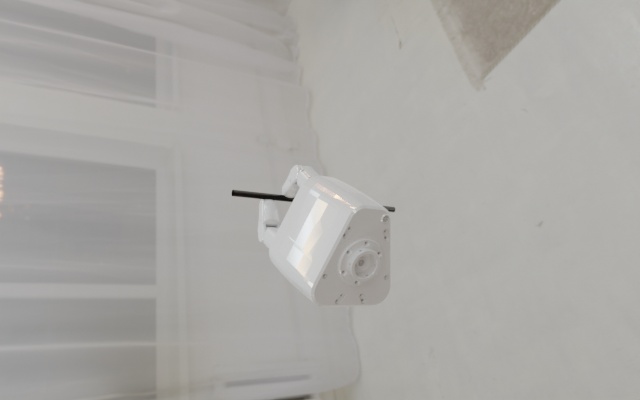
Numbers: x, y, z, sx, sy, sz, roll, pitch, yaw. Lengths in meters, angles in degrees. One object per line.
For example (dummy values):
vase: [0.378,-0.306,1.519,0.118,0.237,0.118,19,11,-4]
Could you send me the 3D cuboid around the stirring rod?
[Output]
stirring rod: [0.000,0.002,0.627,0.239,0.011,0.011,6,-3,-29]
